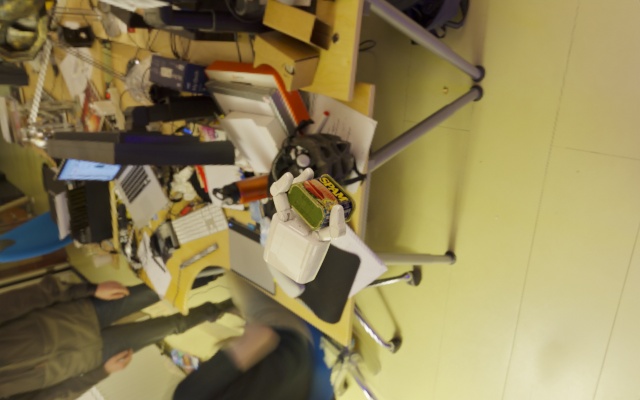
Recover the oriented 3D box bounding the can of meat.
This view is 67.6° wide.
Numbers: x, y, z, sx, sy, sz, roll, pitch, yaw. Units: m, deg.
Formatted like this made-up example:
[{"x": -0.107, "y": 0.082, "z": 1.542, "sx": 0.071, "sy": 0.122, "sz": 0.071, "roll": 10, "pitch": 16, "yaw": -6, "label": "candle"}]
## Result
[{"x": 0.000, "y": 0.003, "z": 0.885, "sx": 0.084, "sy": 0.057, "sz": 0.102, "roll": -15, "pitch": 50, "yaw": -42, "label": "can of meat"}]
